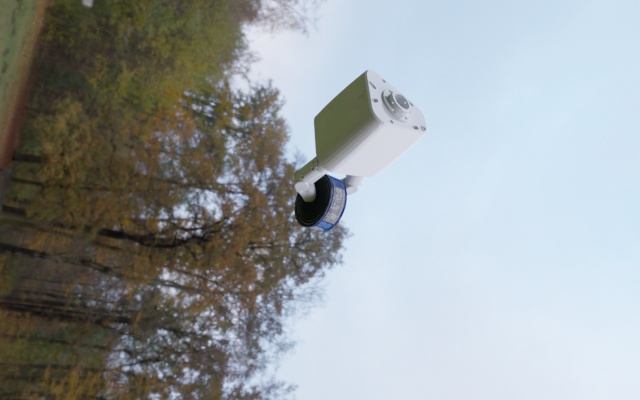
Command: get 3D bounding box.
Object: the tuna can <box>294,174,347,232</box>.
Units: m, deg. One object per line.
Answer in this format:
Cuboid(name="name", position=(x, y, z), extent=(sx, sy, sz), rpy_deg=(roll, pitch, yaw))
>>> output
Cuboid(name="tuna can", position=(0.001, 0.003, 0.710), extent=(0.034, 0.086, 0.086), rpy_deg=(20, -12, -36))
